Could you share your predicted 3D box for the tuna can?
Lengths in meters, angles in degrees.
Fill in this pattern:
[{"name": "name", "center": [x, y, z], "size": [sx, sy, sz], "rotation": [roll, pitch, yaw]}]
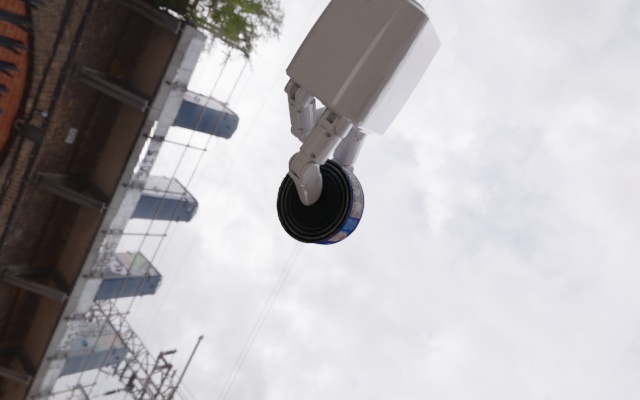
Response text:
[{"name": "tuna can", "center": [0.000, 0.002, 0.477], "size": [0.086, 0.086, 0.034], "rotation": [0, -9, 31]}]
